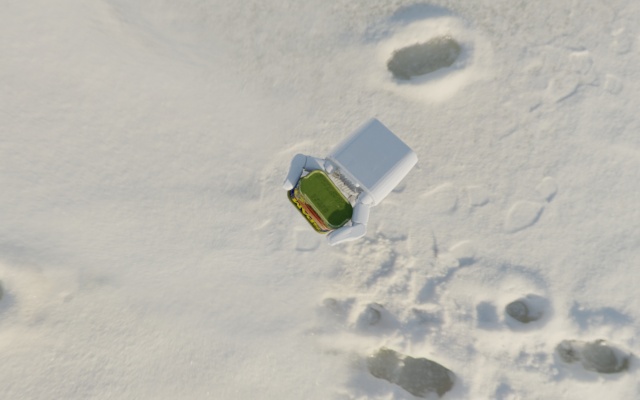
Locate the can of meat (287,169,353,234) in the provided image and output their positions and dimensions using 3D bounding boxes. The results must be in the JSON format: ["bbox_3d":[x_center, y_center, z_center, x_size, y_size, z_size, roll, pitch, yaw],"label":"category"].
[{"bbox_3d":[0.000,0.002,0.763,0.057,0.102,0.084,-41,4,-15],"label":"can of meat"}]
